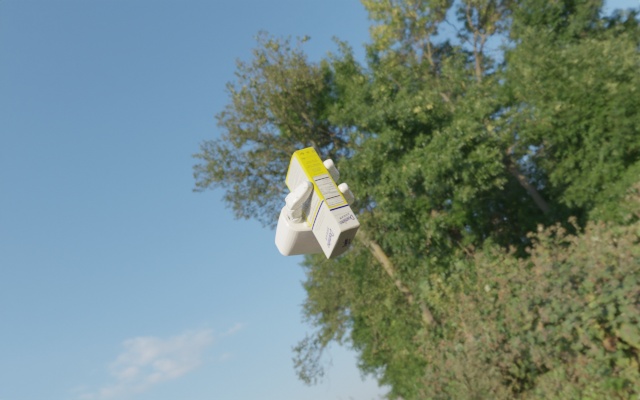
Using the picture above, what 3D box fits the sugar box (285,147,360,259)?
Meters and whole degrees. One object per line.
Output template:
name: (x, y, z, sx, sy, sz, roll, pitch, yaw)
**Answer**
sugar box: (0.001, 0.003, 0.830, 0.048, 0.176, 0.093, -19, -28, -26)
